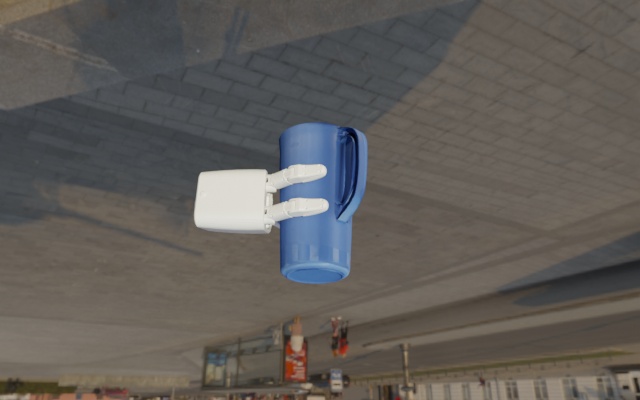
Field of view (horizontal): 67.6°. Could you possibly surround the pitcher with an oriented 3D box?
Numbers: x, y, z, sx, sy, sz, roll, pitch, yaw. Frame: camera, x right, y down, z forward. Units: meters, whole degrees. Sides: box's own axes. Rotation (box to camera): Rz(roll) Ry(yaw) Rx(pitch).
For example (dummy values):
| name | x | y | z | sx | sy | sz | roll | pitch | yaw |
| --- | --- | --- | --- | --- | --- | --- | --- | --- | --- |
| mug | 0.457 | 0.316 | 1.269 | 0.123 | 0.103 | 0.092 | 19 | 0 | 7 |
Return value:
| name | x | y | z | sx | sy | sz | roll | pitch | yaw |
| --- | --- | --- | --- | --- | --- | --- | --- | --- | --- |
| pitcher | 0.000 | 0.003 | 0.770 | 0.145 | 0.242 | 0.149 | 0 | -23 | 1 |
